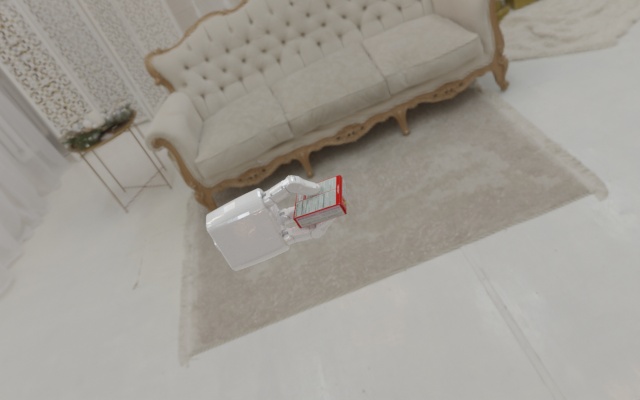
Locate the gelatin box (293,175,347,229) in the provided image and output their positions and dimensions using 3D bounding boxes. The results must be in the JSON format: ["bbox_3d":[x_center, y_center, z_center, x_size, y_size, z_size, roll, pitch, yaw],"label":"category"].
[{"bbox_3d":[0.000,0.002,0.809,0.089,0.073,0.030,-19,-51,20],"label":"gelatin box"}]
